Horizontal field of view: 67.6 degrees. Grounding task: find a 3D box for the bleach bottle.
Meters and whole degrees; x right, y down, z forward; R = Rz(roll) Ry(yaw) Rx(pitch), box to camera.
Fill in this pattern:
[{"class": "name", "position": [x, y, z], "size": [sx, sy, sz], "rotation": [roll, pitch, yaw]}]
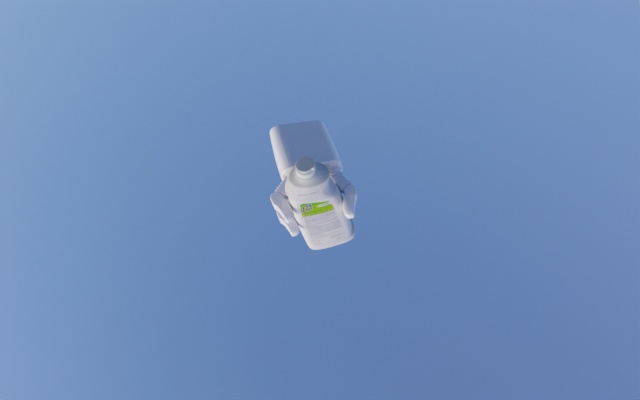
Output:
[{"class": "bleach bottle", "position": [0.000, 0.003, 0.832], "size": [0.102, 0.068, 0.251], "rotation": [-17, -30, -1]}]
